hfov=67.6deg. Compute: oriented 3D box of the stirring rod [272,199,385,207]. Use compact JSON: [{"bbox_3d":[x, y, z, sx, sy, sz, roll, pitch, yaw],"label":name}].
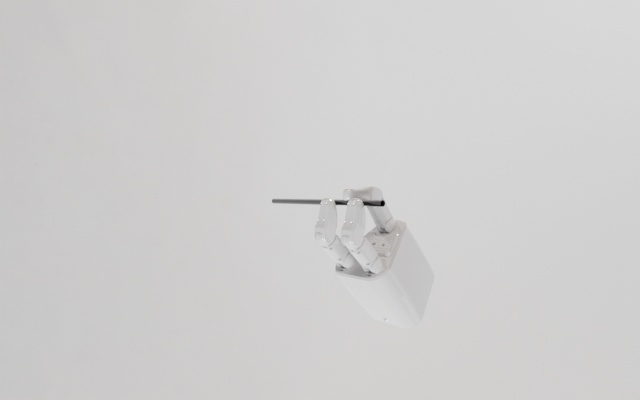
[{"bbox_3d":[0.000,0.002,0.661,0.011,0.011,0.239,0,1,-38],"label":"stirring rod"}]
